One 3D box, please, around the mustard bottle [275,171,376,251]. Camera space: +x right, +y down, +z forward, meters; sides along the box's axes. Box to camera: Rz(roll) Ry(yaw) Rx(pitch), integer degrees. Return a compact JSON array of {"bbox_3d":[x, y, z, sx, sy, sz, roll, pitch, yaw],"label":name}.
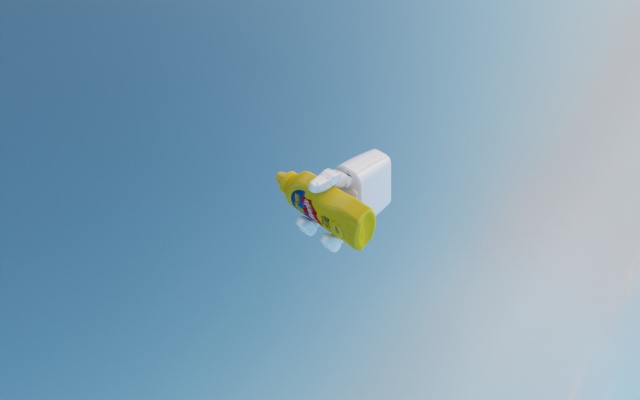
[{"bbox_3d":[0.000,0.003,0.791,0.191,0.058,0.096,33,-24,26],"label":"mustard bottle"}]
